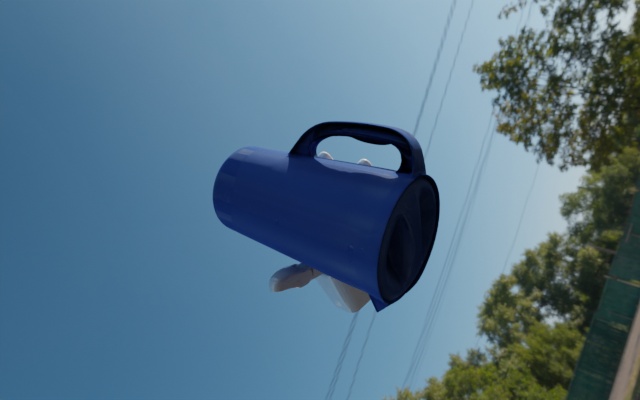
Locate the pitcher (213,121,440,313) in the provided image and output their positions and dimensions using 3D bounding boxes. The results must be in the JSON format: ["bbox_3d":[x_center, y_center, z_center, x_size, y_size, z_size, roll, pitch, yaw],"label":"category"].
[{"bbox_3d":[0.000,0.002,0.529,0.243,0.149,0.145,17,-28,33],"label":"pitcher"}]
